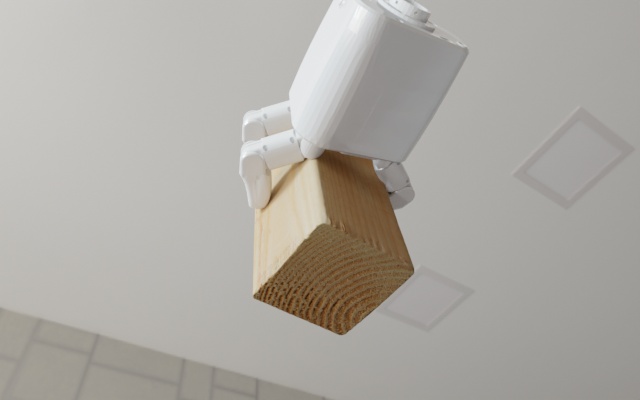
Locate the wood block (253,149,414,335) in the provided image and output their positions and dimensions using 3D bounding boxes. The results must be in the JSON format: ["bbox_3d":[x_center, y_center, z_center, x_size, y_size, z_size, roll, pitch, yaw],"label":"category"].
[{"bbox_3d":[0.001,0.001,0.431,0.091,0.090,0.206,29,28,-25],"label":"wood block"}]
